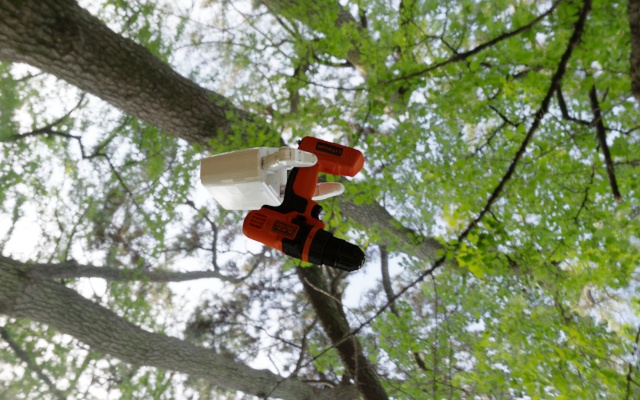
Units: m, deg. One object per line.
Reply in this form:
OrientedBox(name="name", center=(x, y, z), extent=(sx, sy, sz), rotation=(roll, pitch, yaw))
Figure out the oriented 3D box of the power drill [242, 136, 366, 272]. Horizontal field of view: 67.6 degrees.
OrientedBox(name="power drill", center=(0.000, 0.002, 0.706), extent=(0.184, 0.187, 0.057), rotation=(18, -27, 12))
